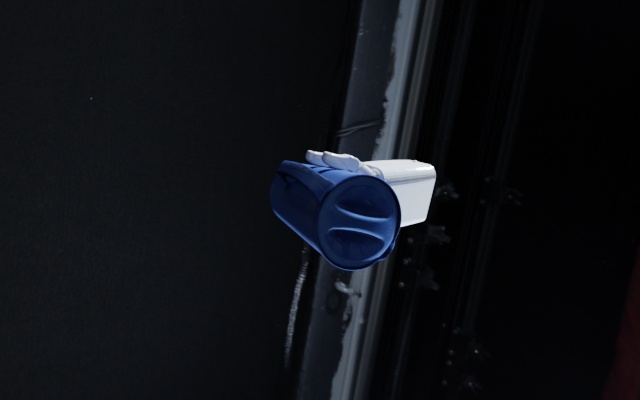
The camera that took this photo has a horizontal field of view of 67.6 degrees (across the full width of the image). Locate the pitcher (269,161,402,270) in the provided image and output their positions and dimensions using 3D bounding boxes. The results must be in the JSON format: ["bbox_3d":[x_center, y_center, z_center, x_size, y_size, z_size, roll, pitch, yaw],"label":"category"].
[{"bbox_3d":[0.000,0.002,0.741,0.145,0.149,0.242,-8,14,-24],"label":"pitcher"}]
